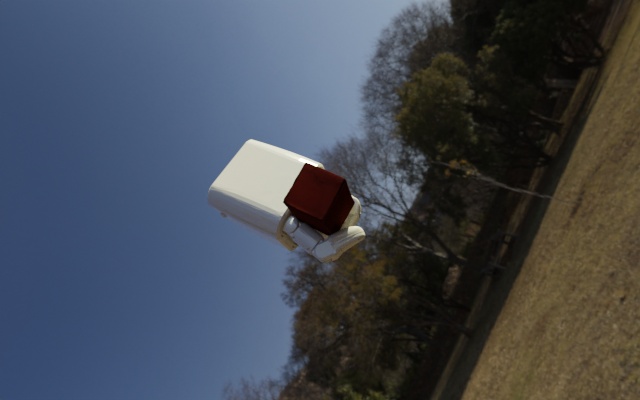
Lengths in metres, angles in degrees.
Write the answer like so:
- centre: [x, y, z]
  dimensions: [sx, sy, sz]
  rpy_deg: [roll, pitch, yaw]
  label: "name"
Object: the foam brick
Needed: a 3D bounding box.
- centre: [0.000, 0.002, 0.531]
  dimensions: [0.051, 0.053, 0.078]
  rpy_deg: [26, -12, 18]
  label: "foam brick"
